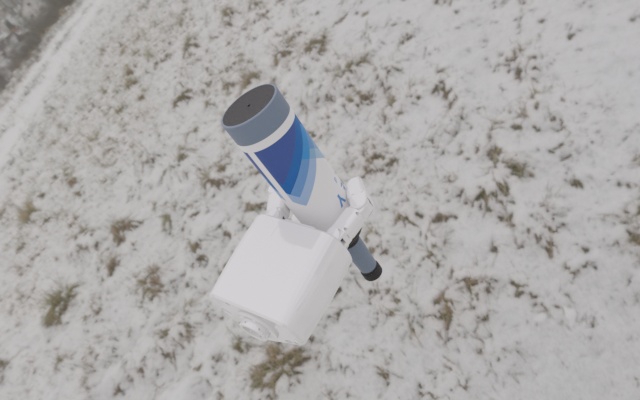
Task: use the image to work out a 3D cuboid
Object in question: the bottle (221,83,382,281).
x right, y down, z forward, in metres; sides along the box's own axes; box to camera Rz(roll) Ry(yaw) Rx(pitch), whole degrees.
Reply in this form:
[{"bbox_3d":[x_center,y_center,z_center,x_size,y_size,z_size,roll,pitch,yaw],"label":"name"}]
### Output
[{"bbox_3d":[0.000,0.002,0.556,0.069,0.069,0.296,0,-41,39],"label":"bottle"}]
